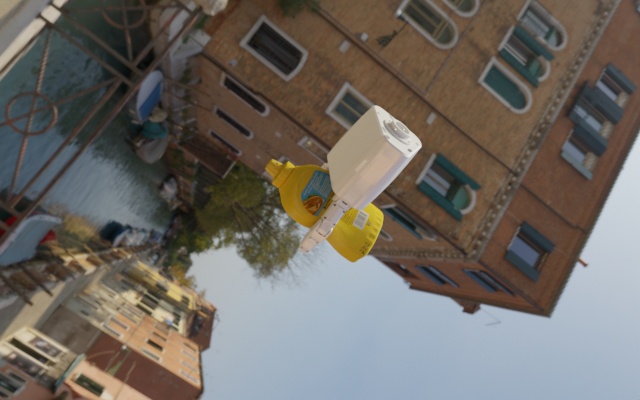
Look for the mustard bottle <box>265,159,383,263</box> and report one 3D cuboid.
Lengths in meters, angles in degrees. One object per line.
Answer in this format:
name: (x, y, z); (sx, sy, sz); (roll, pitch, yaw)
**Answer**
mustard bottle: (0.000, 0.003, 0.711); (0.191, 0.096, 0.058); (37, -37, -10)
